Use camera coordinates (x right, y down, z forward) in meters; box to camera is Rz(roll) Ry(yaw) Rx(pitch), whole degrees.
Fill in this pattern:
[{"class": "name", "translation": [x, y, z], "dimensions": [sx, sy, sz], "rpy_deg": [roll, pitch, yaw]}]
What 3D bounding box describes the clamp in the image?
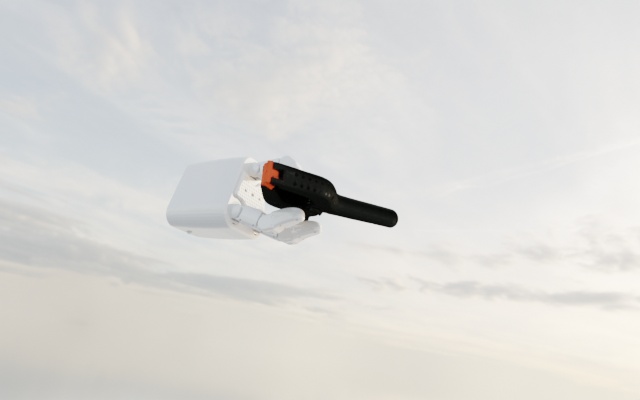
[{"class": "clamp", "translation": [0.000, 0.001, 0.617], "dimensions": [0.164, 0.036, 0.210], "rpy_deg": [-4, -22, 24]}]
